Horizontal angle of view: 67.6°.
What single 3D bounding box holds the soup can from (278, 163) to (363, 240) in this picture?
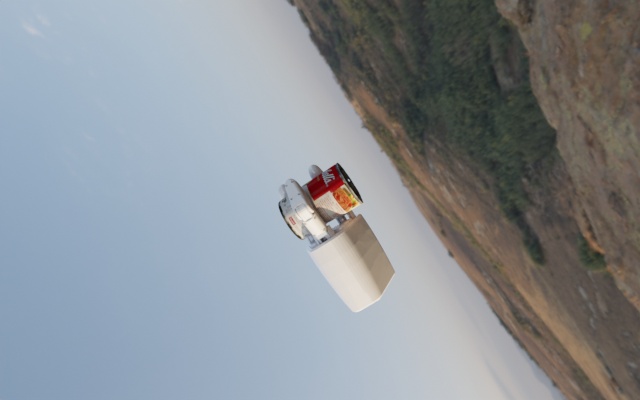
[{"bbox_3d":[0.000,0.002,0.676,0.102,0.068,0.068,-33,-7,11],"label":"soup can"}]
